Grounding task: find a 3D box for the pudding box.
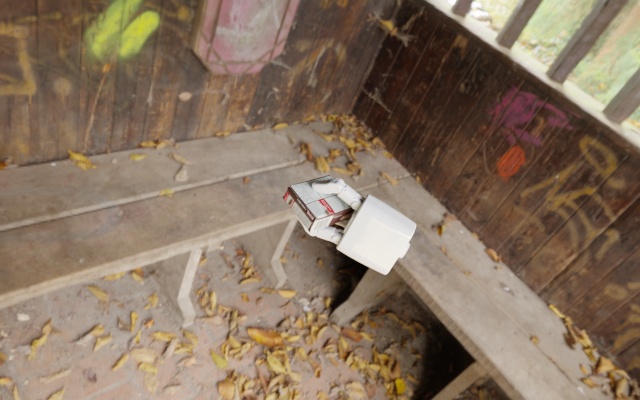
[{"bbox_3d":[0.000,0.003,0.894,0.113,0.090,0.039,-16,-33,-43],"label":"pudding box"}]
